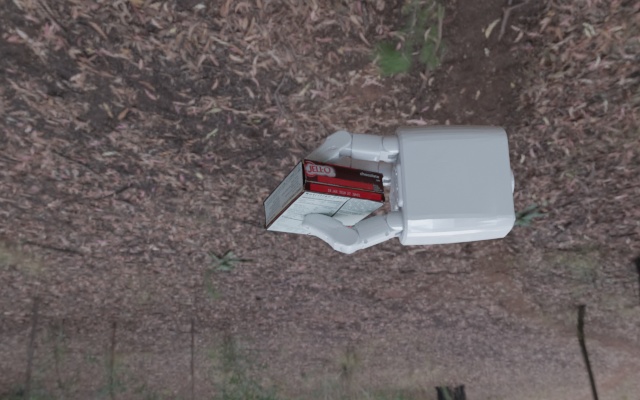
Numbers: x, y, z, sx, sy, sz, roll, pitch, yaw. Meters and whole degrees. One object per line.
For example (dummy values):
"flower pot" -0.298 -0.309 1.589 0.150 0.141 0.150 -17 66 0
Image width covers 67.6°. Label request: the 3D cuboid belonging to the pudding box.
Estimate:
"pudding box" 0.000 0.002 0.496 0.090 0.039 0.113 9 -28 -24
